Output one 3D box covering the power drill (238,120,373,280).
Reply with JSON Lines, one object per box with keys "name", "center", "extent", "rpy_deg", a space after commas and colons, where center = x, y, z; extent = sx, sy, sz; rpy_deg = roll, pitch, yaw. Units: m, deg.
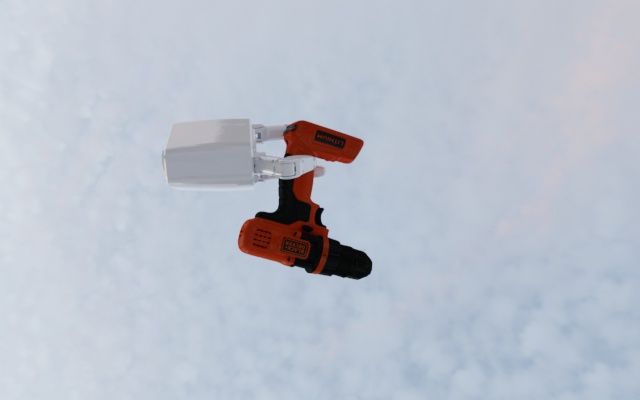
{"name": "power drill", "center": [0.000, 0.002, 0.629], "extent": [0.184, 0.187, 0.057], "rpy_deg": [17, -11, -19]}
